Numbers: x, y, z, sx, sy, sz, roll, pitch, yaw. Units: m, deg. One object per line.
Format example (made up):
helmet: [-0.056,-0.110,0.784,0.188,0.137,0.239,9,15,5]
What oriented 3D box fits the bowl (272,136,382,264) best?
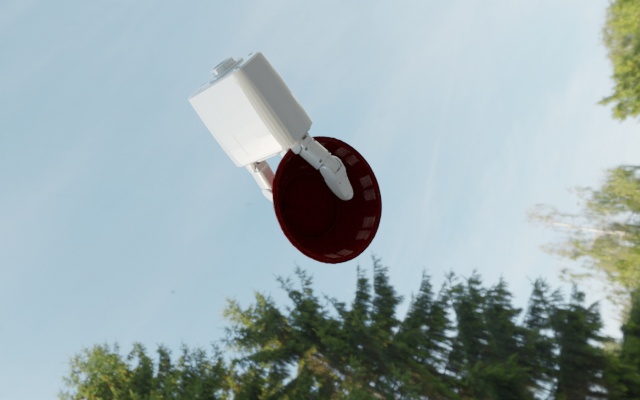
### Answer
bowl: [0.001,0.003,0.615,0.162,0.162,0.055,0,-10,-32]
